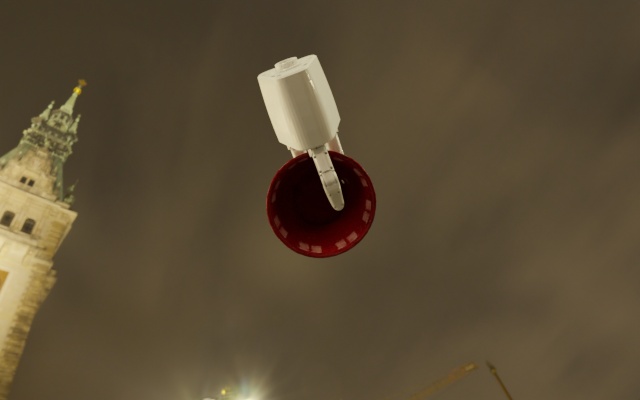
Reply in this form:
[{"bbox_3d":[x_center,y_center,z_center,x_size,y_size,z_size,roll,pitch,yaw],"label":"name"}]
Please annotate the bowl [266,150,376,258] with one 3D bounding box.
[{"bbox_3d":[0.000,0.004,0.723,0.162,0.162,0.055,0,10,-4],"label":"bowl"}]
